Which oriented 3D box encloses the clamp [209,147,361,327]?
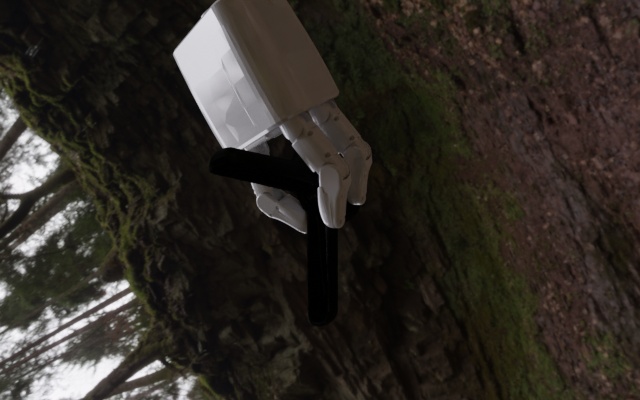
[{"bbox_3d":[0.000,0.001,0.445,0.036,0.164,0.210,-20,11,32],"label":"clamp"}]
